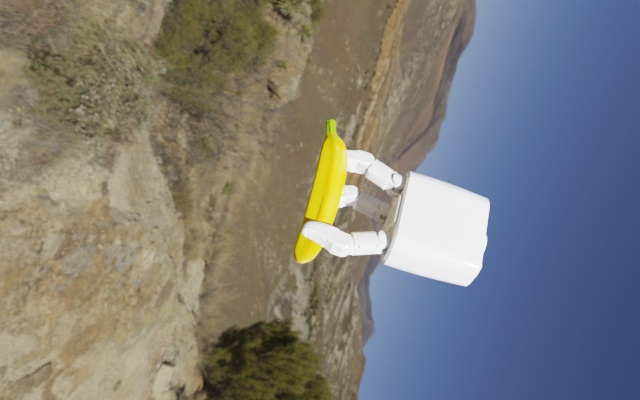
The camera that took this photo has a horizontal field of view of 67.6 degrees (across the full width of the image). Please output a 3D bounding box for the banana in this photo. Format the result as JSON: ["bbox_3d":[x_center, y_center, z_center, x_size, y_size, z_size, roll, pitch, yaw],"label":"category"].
[{"bbox_3d":[0.001,0.006,0.578,0.037,0.198,0.069,14,23,-5],"label":"banana"}]
